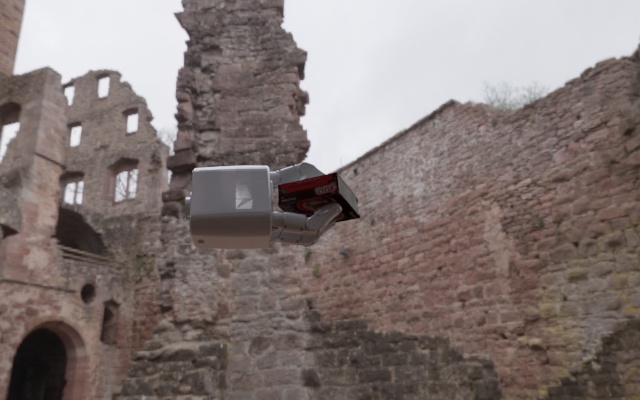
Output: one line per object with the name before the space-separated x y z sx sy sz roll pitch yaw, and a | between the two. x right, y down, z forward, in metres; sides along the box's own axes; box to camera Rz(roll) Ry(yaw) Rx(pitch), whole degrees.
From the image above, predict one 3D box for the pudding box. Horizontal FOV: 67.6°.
pudding box | 0.000 0.002 0.697 0.090 0.039 0.113 -11 -20 17
